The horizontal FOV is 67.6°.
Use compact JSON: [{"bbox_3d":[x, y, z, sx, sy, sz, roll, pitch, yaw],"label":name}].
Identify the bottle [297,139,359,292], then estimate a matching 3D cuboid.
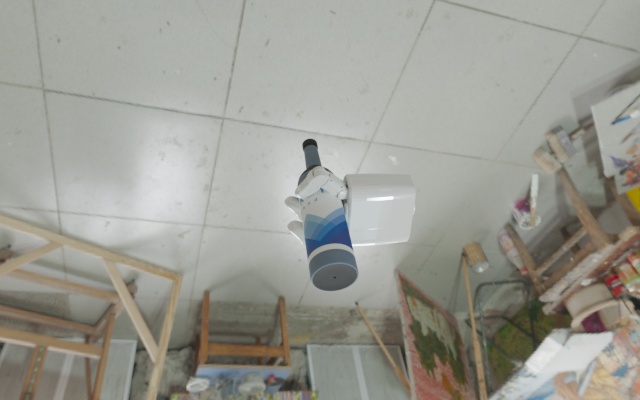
[{"bbox_3d":[0.000,0.003,0.754,0.069,0.069,0.295,-5,45,-5],"label":"bottle"}]
